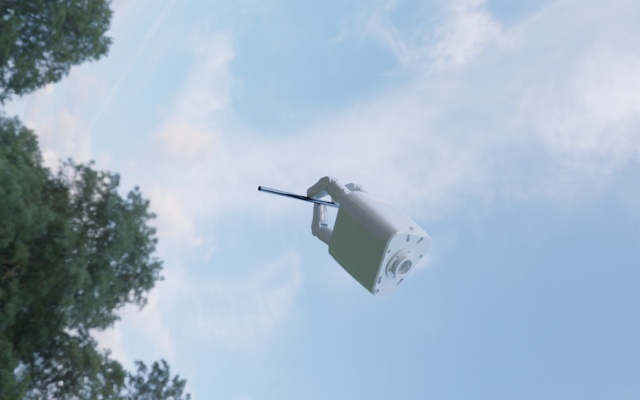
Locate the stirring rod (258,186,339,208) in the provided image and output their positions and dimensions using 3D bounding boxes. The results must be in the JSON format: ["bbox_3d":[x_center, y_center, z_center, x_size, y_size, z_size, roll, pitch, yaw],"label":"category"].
[{"bbox_3d":[0.000,0.003,0.758,0.239,0.011,0.011,13,-9,-42],"label":"stirring rod"}]
